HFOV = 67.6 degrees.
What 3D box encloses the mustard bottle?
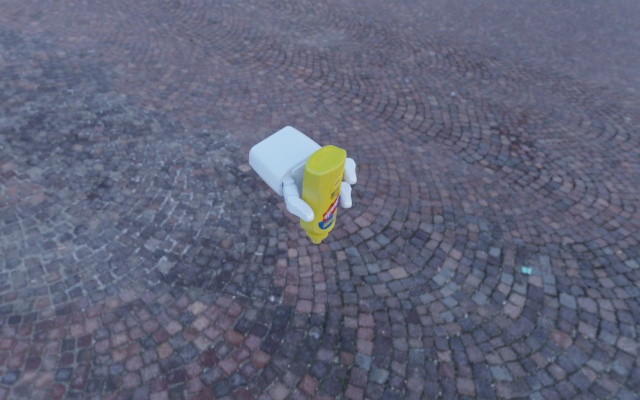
[{"bbox_3d":[0.000,0.003,0.855,0.058,0.192,0.096,22,41,17],"label":"mustard bottle"}]
